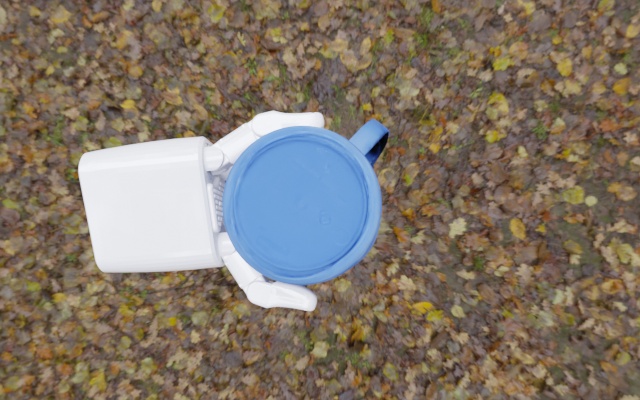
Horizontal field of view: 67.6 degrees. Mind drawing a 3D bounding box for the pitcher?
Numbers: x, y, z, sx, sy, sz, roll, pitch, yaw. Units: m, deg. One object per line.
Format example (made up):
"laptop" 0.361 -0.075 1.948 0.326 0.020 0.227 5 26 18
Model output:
"pitcher" 0.000 0.001 0.430 0.145 0.149 0.243 -6 -4 3
